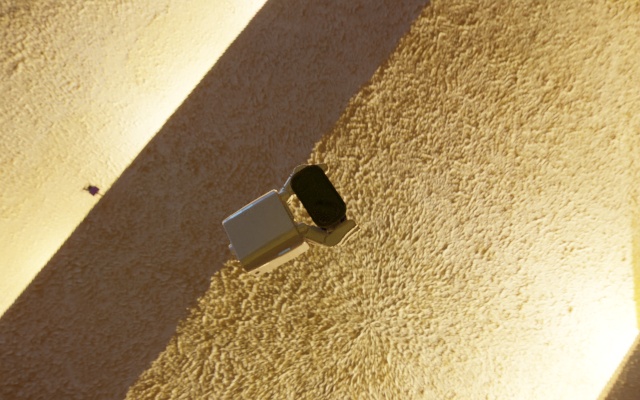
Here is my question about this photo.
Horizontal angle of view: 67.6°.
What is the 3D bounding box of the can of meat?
[{"bbox_3d":[0.000,0.003,0.780,0.057,0.102,0.084,-33,-15,-4],"label":"can of meat"}]
